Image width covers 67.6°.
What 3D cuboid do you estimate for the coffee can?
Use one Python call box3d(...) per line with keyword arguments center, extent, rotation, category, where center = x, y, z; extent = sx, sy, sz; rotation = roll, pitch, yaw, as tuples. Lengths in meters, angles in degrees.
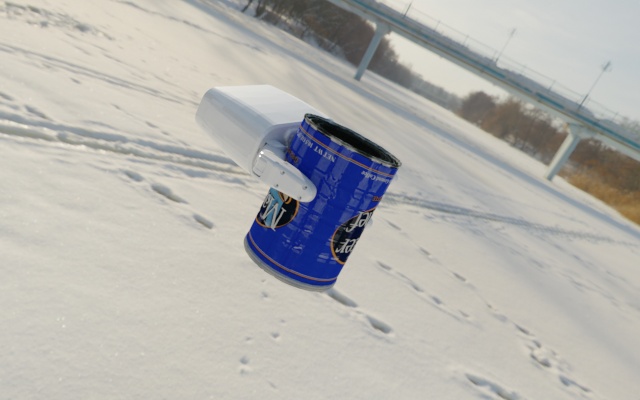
box3d(center=(0.000, 0.002, 0.464), extent=(0.103, 0.140, 0.102), rotation=(25, 16, -8), category="coffee can")
